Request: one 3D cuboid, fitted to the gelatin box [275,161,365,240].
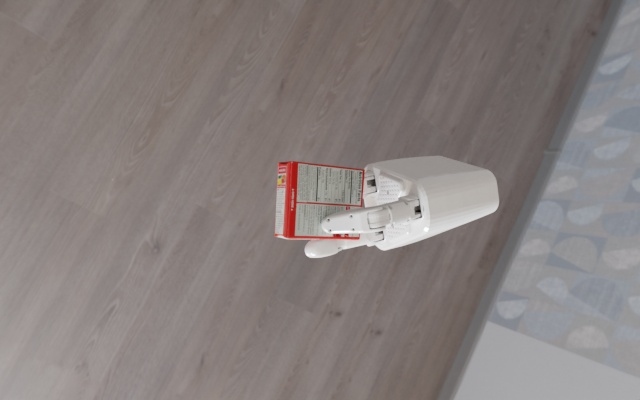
[{"bbox_3d":[0.000,0.002,0.474,0.089,0.073,0.030,4,-1,-33],"label":"gelatin box"}]
